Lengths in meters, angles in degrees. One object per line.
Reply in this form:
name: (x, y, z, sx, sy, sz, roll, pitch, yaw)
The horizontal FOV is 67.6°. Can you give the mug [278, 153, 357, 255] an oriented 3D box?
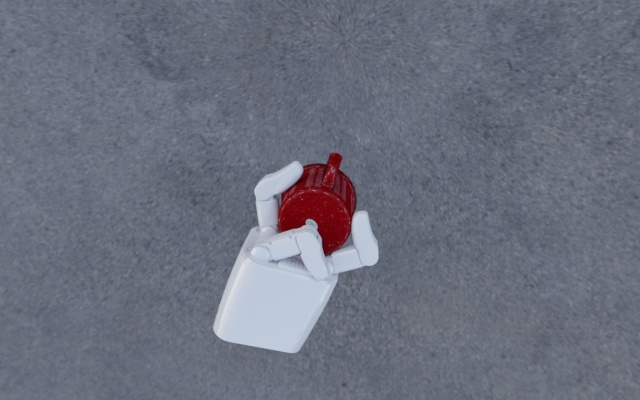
mug: (0.001, 0.001, 0.543, 0.093, 0.117, 0.081, 22, 19, -4)
